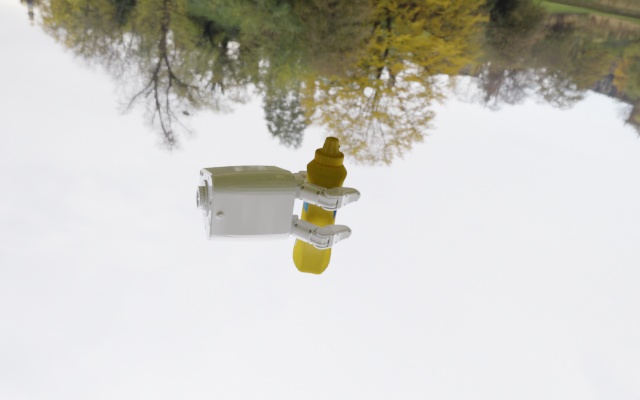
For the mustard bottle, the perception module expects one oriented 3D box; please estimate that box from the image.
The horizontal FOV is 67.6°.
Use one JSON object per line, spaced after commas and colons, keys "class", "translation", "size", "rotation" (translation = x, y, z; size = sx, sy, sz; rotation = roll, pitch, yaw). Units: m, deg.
{"class": "mustard bottle", "translation": [0.000, 0.002, 0.677], "size": [0.058, 0.192, 0.096], "rotation": [10, 25, -1]}
